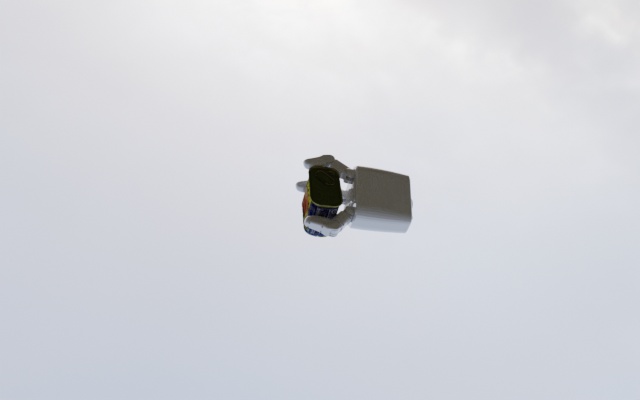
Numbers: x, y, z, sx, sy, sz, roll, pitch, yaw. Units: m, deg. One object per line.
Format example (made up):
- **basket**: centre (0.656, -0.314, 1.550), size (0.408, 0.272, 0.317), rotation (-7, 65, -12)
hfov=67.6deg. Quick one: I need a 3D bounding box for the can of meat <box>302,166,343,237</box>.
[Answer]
- **can of meat**: centre (0.000, 0.003, 0.856), size (0.057, 0.084, 0.102), rotation (6, 44, -11)
